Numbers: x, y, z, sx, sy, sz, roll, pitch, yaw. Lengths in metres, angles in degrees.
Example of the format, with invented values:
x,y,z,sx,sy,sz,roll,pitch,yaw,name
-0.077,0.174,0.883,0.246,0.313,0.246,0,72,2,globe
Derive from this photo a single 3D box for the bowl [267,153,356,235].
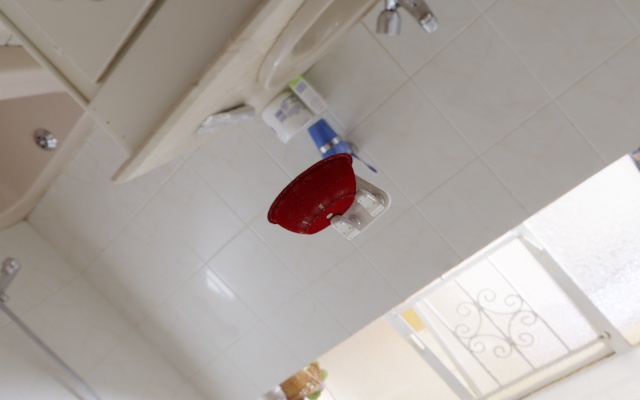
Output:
x,y,z,sx,sy,sz,roll,pitch,yaw,name
0.000,0.003,0.724,0.162,0.055,0.162,-34,-18,-12,bowl
